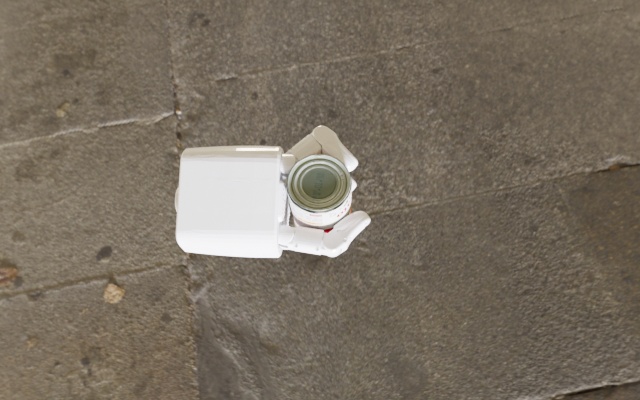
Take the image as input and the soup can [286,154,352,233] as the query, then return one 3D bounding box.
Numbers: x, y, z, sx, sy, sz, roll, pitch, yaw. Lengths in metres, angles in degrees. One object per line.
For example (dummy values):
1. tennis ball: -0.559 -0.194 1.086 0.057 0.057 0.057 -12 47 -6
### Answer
1. soup can: 0.001 0.002 0.521 0.068 0.068 0.102 0 -24 2
